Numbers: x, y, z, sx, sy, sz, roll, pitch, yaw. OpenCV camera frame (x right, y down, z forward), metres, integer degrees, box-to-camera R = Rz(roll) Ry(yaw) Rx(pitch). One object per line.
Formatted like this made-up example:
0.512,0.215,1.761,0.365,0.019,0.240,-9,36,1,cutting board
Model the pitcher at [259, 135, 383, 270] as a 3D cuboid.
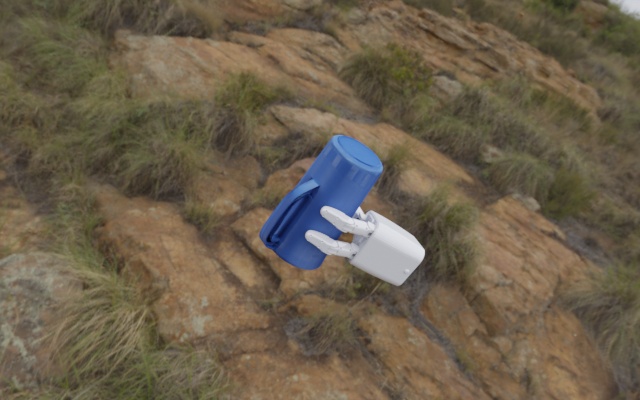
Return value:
0.000,0.003,0.881,0.145,0.243,0.149,30,26,-10,pitcher
